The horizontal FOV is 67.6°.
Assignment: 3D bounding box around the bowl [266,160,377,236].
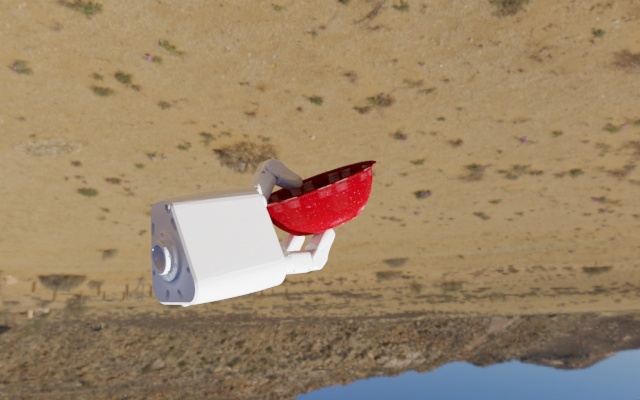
[{"bbox_3d":[0.001,0.002,0.592,0.162,0.055,0.162,-20,8,3],"label":"bowl"}]
